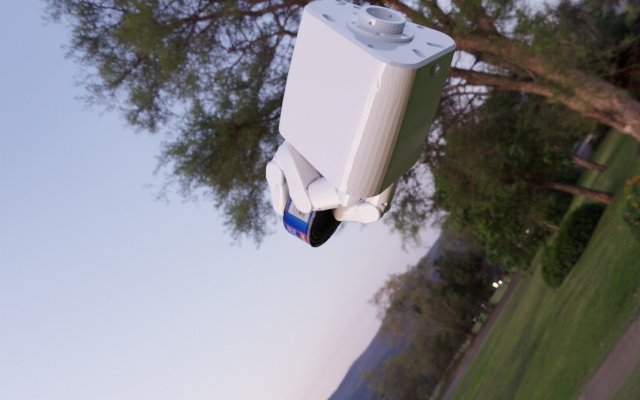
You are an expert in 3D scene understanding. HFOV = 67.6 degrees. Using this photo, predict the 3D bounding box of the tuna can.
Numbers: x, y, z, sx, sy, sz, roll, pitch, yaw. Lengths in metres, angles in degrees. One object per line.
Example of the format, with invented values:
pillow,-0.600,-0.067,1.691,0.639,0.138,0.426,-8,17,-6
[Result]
tuna can,0.000,0.001,0.475,0.033,0.086,0.086,28,10,20
